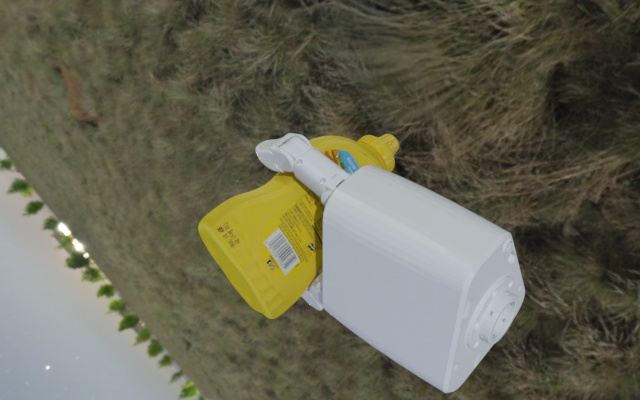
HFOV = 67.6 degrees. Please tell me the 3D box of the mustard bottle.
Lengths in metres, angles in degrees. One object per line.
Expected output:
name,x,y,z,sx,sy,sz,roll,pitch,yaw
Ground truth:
mustard bottle,0.000,0.001,0.402,0.191,0.096,0.058,-40,23,-24
